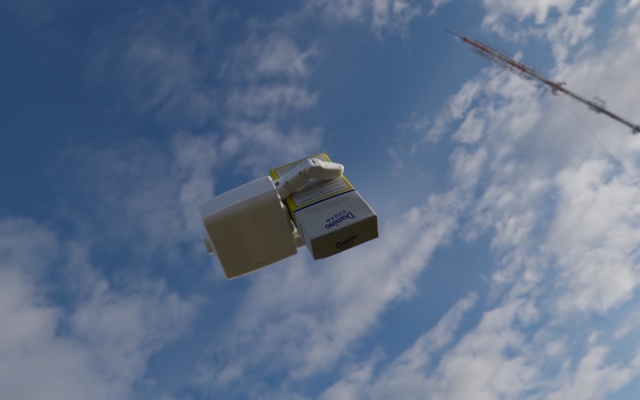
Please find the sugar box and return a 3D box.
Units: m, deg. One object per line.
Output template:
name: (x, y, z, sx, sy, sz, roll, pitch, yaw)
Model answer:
sugar box: (0.000, 0.003, 0.660, 0.093, 0.048, 0.176, -19, 41, -12)
